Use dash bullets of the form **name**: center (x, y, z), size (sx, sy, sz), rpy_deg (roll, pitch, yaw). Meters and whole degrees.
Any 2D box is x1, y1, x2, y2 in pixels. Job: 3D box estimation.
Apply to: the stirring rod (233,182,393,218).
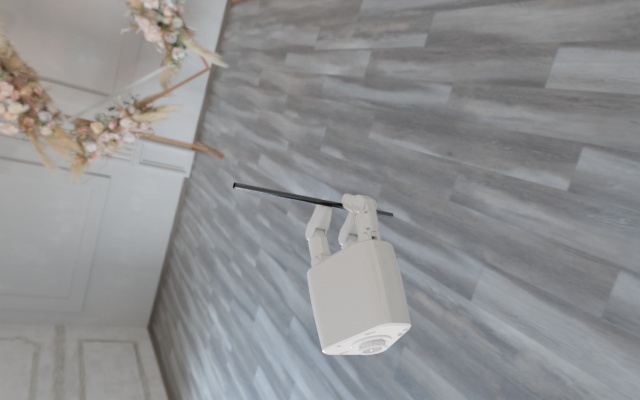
- **stirring rod**: center (0.000, 0.002, 0.624), size (0.239, 0.011, 0.011), rpy_deg (11, -6, -30)
